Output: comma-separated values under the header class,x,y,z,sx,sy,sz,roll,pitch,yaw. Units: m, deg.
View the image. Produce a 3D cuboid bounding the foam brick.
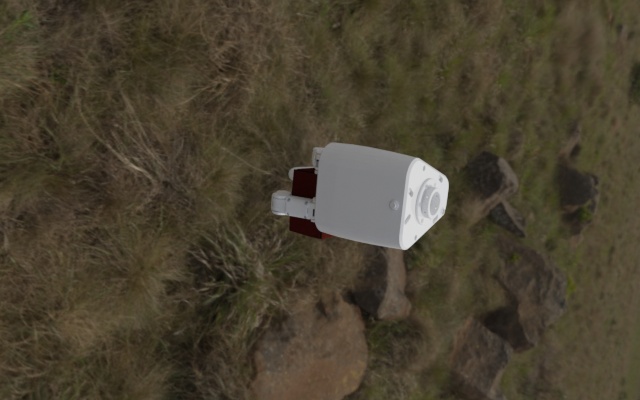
class,x,y,z,sx,sy,sz,roll,pitch,yaw
foam brick,0.000,0.002,0.571,0.051,0.078,0.053,13,14,35
